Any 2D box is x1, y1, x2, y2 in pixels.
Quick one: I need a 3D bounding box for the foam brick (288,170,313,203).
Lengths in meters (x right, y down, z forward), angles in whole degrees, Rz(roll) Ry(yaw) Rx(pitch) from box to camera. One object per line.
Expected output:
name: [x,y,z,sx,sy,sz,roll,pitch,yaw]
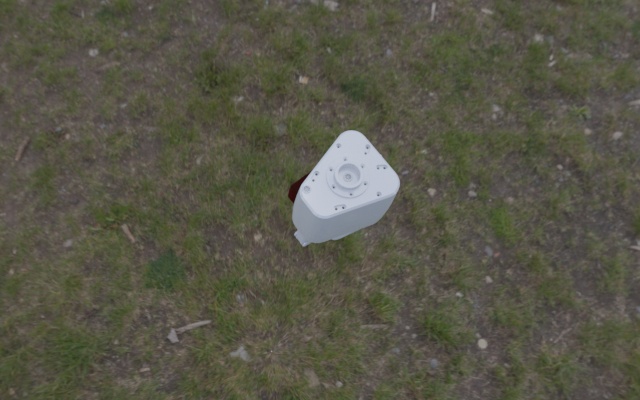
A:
foam brick: [0.000,0.002,0.648,0.053,0.078,0.051,-36,-11,-16]
